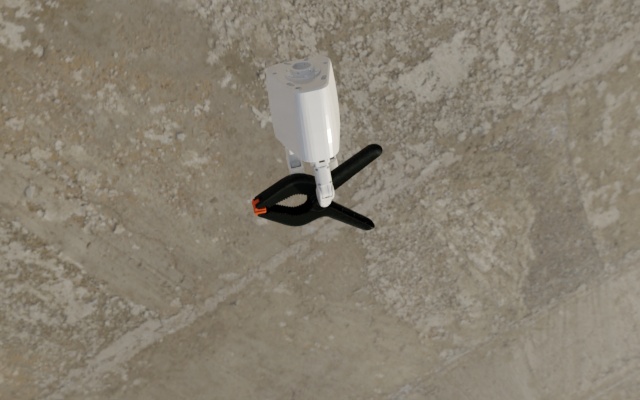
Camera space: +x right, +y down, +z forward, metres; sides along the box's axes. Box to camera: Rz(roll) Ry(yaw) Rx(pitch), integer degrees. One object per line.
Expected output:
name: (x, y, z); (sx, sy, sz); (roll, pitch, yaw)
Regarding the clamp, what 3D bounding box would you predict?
clamp: (0.000, 0.003, 0.755); (0.210, 0.165, 0.036); (-14, 38, -7)
